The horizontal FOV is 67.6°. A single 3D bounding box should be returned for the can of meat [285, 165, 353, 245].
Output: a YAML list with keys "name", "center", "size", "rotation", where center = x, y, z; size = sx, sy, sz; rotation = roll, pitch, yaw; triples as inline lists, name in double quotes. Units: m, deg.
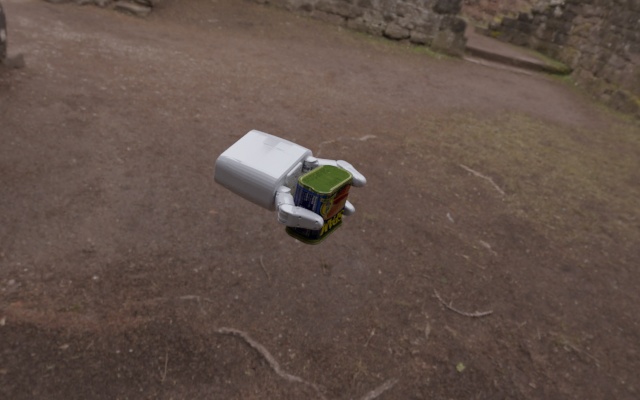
- name: "can of meat"
  center: [0.000, 0.002, 0.686]
  size: [0.057, 0.084, 0.102]
  rotation: [25, 30, 20]
